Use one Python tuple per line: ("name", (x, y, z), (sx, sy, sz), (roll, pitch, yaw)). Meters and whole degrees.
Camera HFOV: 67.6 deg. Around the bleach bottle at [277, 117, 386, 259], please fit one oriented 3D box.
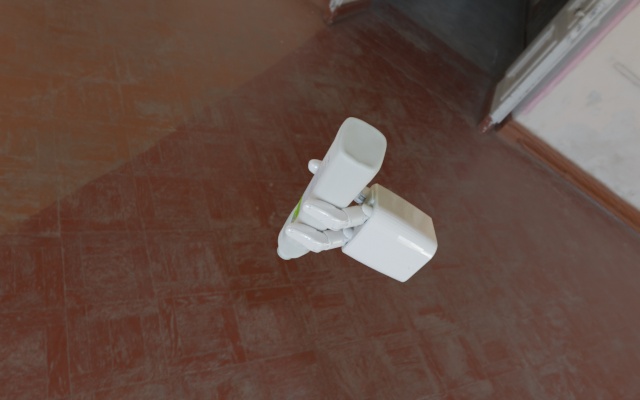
("bleach bottle", (0.000, 0.002, 0.697), (0.068, 0.102, 0.251), (29, -48, -8))
